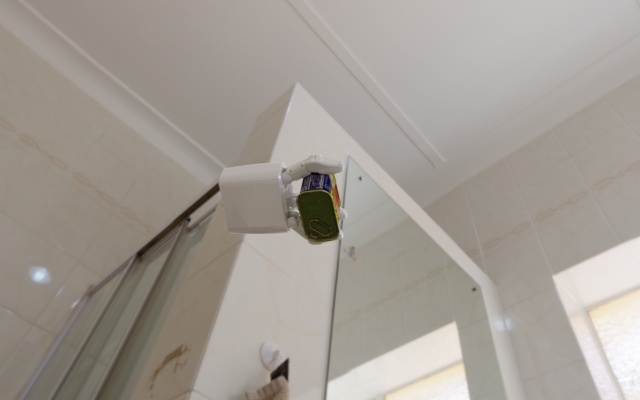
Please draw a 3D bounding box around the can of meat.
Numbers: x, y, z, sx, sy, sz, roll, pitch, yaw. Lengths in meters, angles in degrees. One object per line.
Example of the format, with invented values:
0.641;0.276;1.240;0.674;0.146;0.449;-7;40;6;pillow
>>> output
0.000;0.002;0.785;0.057;0.102;0.084;-6;35;11;can of meat
